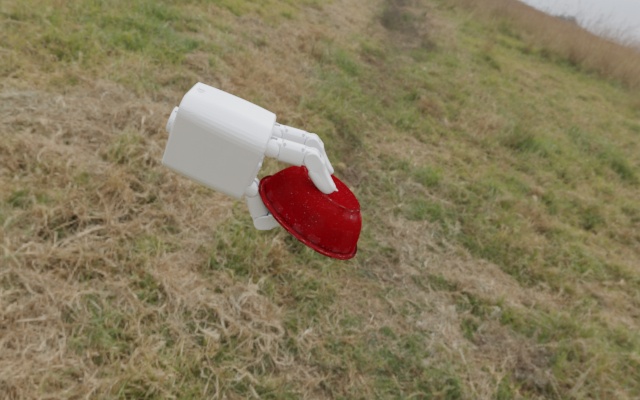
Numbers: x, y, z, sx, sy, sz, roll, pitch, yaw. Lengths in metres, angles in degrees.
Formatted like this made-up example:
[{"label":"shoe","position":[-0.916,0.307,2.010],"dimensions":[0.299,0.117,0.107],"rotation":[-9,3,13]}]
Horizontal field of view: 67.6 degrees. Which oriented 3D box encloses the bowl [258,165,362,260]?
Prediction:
[{"label":"bowl","position":[0.001,0.002,0.630],"dimensions":[0.162,0.055,0.162],"rotation":[34,20,-14]}]
